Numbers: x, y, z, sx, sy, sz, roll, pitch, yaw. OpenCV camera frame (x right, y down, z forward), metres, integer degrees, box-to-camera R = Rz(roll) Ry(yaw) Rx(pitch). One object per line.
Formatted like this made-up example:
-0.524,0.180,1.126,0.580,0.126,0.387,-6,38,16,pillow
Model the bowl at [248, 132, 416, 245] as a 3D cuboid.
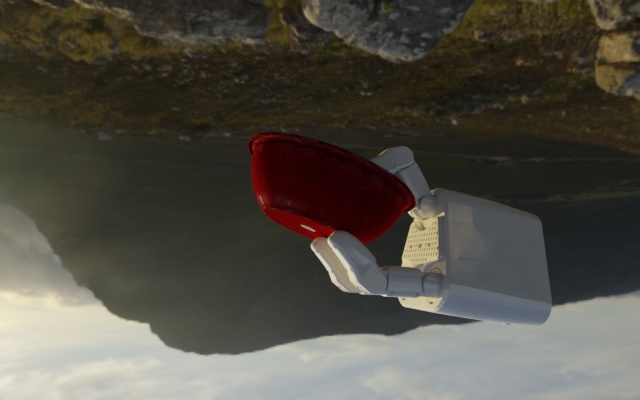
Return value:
-0.001,0.001,0.431,0.162,0.055,0.162,20,-13,5,bowl
